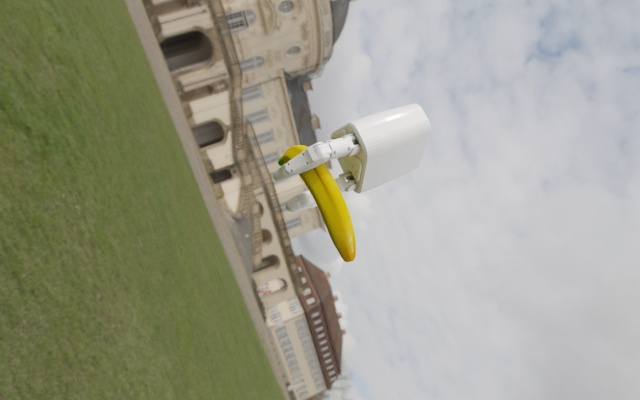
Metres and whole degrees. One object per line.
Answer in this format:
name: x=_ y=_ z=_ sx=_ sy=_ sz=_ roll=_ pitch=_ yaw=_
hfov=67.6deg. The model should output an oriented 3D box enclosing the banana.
banana: x=0.000 y=-0.012 z=0.632 sx=0.037 sy=0.197 sz=0.070 roll=-21 pitch=-33 yaw=-19
